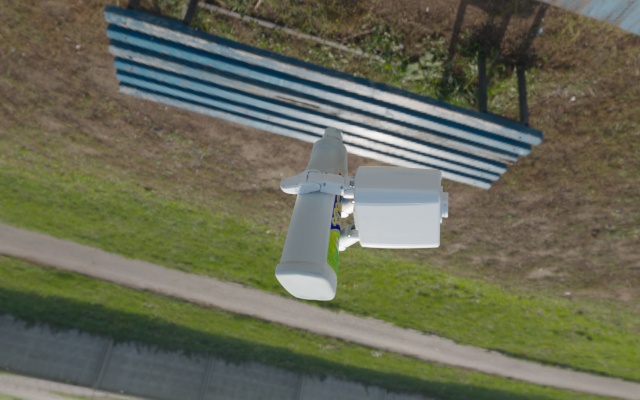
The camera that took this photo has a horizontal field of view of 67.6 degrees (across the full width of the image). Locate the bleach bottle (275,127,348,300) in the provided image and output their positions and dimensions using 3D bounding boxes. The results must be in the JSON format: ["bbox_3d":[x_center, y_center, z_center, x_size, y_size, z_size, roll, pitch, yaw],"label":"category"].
[{"bbox_3d":[0.000,0.002,0.658,0.068,0.250,0.103,1,-29,15],"label":"bleach bottle"}]
